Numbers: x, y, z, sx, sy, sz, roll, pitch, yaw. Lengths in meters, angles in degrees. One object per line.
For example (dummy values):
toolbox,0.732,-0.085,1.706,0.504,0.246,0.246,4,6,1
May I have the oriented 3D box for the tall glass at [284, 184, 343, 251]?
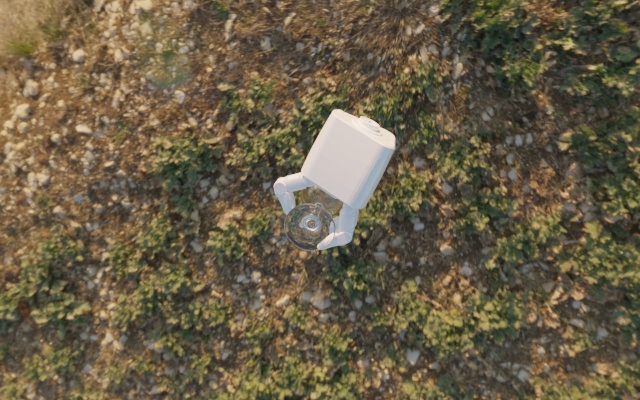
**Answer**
tall glass,0.000,0.003,0.769,0.079,0.079,0.201,0,21,9
